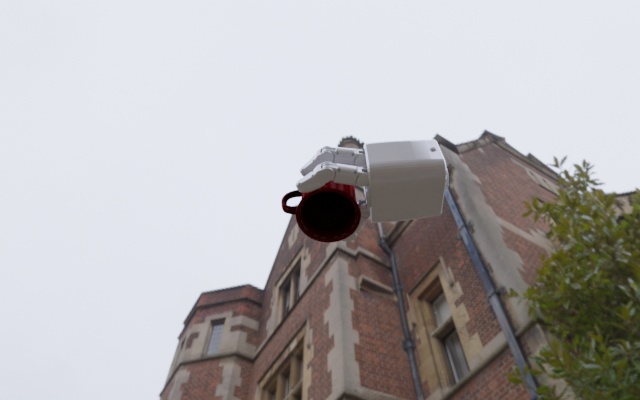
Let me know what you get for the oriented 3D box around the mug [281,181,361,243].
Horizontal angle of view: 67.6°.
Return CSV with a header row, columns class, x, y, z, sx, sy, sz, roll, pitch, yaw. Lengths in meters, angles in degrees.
class,x,y,z,sx,sy,sz,roll,pitch,yaw
mug,-0.001,0.002,0.714,0.117,0.093,0.081,-2,31,3
